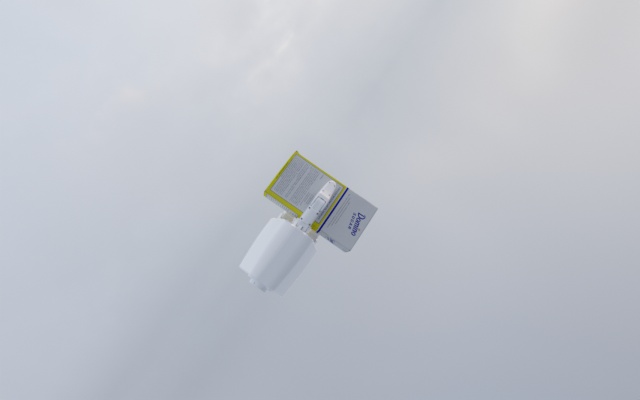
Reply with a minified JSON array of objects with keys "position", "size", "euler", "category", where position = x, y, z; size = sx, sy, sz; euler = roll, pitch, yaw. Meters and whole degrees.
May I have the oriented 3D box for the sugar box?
[{"position":[0.000,0.003,0.822],"size":[0.176,0.093,0.048],"euler":[36,-15,-3],"category":"sugar box"}]
